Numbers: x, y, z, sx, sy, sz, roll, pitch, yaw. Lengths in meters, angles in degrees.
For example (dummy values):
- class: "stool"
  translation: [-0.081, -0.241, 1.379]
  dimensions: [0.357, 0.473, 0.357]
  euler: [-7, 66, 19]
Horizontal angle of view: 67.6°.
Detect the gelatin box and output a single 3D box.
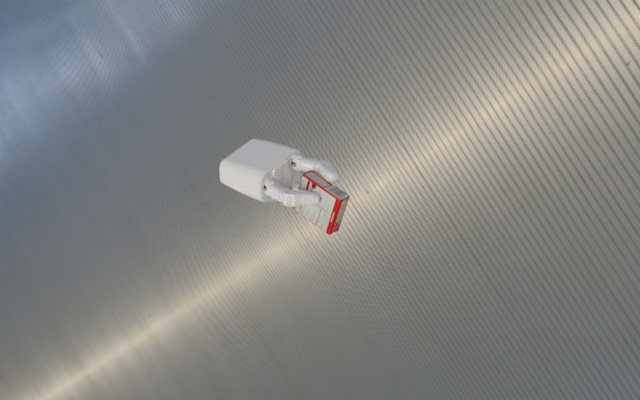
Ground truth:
- class: "gelatin box"
  translation: [0.000, 0.003, 0.798]
  dimensions: [0.089, 0.073, 0.030]
  euler: [36, 37, 28]
